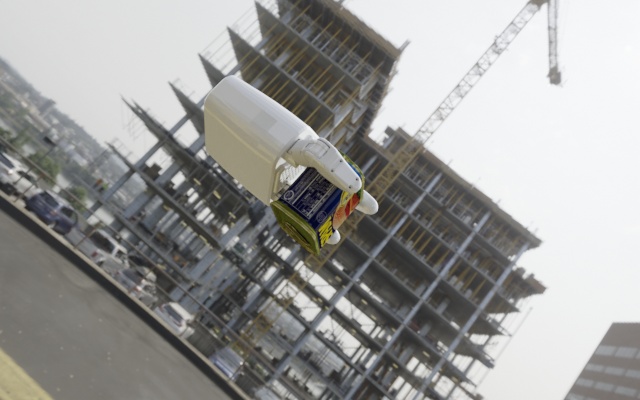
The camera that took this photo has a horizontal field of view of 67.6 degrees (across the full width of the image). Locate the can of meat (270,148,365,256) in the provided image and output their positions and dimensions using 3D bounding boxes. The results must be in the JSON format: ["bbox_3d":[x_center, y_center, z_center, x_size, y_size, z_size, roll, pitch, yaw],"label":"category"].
[{"bbox_3d":[0.000,0.001,0.498,0.057,0.084,0.102,37,-14,15],"label":"can of meat"}]
